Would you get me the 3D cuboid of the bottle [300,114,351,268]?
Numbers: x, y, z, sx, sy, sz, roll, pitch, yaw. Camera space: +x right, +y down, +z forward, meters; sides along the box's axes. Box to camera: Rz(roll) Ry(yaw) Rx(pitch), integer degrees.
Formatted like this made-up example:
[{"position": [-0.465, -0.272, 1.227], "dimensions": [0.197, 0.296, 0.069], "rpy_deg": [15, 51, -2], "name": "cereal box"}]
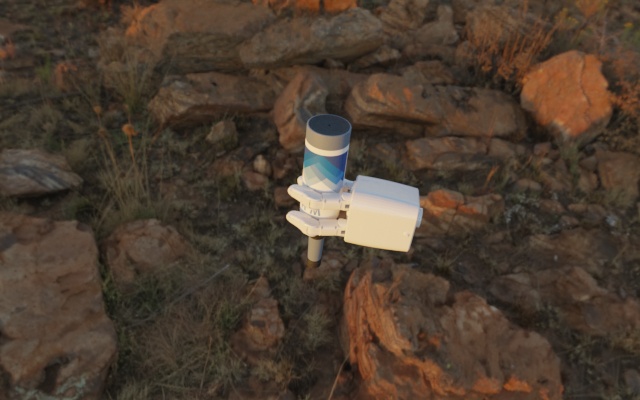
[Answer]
[{"position": [0.000, 0.002, 0.798], "dimensions": [0.069, 0.296, 0.069], "rpy_deg": [4, 39, -3], "name": "bottle"}]
